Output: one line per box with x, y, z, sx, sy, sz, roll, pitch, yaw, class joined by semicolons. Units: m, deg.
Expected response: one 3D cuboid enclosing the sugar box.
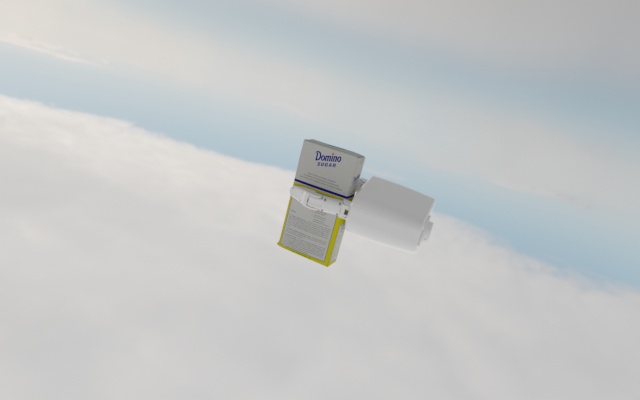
0.000;0.002;0.735;0.093;0.176;0.048;21;13;18;sugar box
